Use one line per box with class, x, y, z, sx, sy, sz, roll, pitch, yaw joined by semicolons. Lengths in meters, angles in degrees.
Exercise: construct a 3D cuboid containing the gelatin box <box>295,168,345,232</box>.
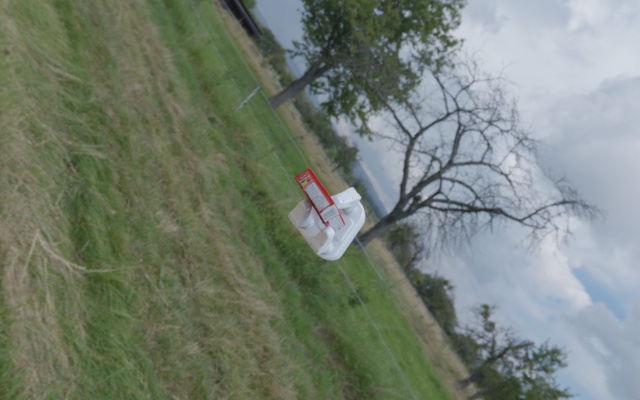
gelatin box;0.000;0.002;0.719;0.030;0.073;0.089;-33;-26;-2
